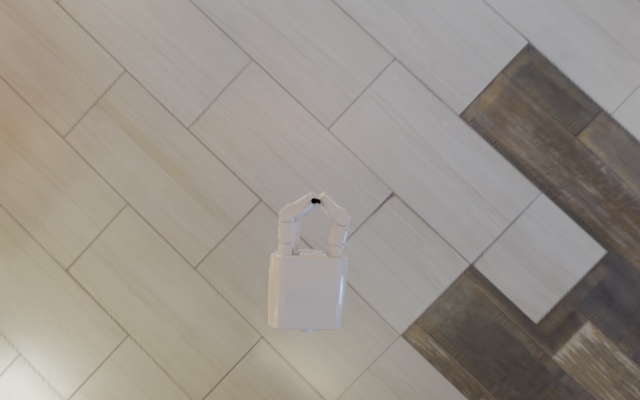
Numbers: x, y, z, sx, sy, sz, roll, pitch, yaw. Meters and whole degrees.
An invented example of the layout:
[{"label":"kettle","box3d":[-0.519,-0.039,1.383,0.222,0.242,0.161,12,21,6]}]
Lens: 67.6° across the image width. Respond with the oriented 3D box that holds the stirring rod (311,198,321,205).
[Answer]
[{"label":"stirring rod","box3d":[0.000,0.003,0.753,0.011,0.011,0.239,0,-1,4]}]
